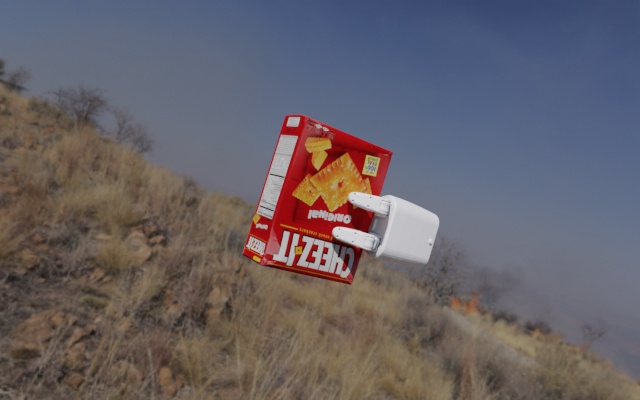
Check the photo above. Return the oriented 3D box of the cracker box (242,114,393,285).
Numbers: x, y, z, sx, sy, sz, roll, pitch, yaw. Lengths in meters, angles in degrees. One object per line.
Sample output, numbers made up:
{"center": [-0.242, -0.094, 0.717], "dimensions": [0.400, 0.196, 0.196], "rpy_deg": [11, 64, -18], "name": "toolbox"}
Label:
{"center": [0.000, 0.002, 0.701], "dimensions": [0.164, 0.213, 0.072], "rpy_deg": [18, -2, -32], "name": "cracker box"}
